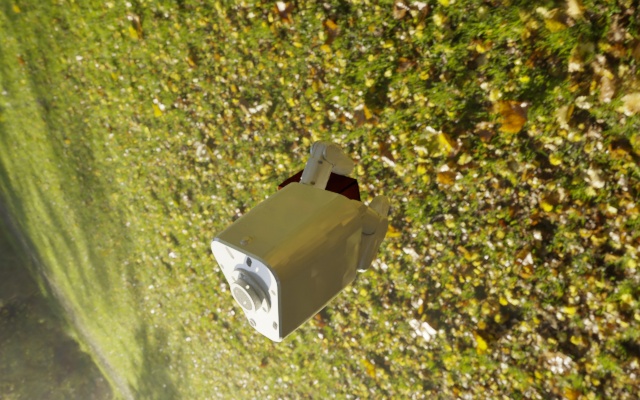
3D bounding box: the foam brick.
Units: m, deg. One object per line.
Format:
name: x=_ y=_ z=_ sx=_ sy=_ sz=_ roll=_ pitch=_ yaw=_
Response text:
foam brick: x=0.000 y=0.002 z=0.528 sx=0.078 sy=0.053 sz=0.051 roll=17 pitch=41 yaw=41
